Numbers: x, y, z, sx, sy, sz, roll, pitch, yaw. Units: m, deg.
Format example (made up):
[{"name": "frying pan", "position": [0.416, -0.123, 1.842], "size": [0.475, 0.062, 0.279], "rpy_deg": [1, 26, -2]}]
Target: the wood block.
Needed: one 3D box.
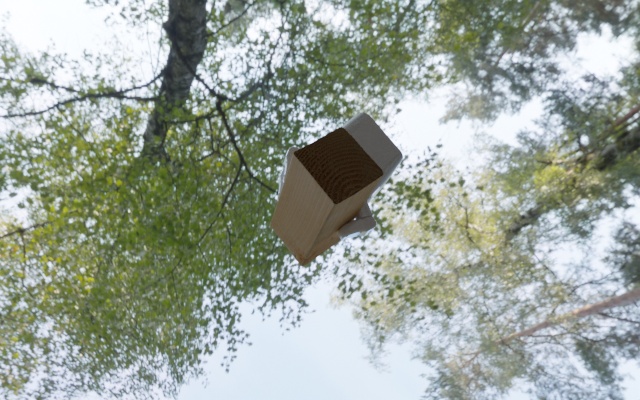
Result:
[{"name": "wood block", "position": [0.001, 0.002, 0.696], "size": [0.090, 0.091, 0.206], "rpy_deg": [-32, -17, -28]}]
